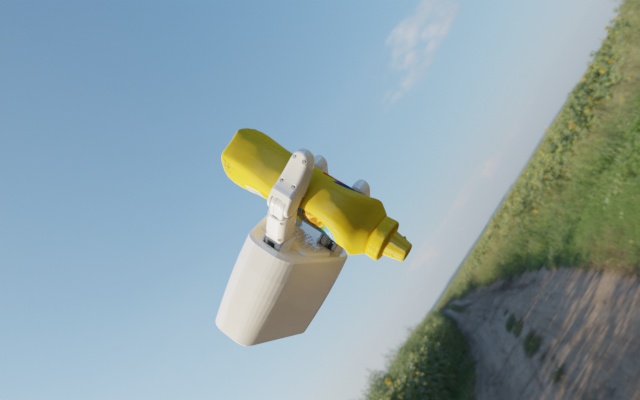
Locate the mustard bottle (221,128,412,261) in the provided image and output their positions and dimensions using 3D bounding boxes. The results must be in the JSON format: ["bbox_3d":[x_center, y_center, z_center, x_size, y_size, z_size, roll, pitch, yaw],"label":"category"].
[{"bbox_3d":[0.000,0.001,0.458,0.191,0.058,0.096,31,-7,19],"label":"mustard bottle"}]
